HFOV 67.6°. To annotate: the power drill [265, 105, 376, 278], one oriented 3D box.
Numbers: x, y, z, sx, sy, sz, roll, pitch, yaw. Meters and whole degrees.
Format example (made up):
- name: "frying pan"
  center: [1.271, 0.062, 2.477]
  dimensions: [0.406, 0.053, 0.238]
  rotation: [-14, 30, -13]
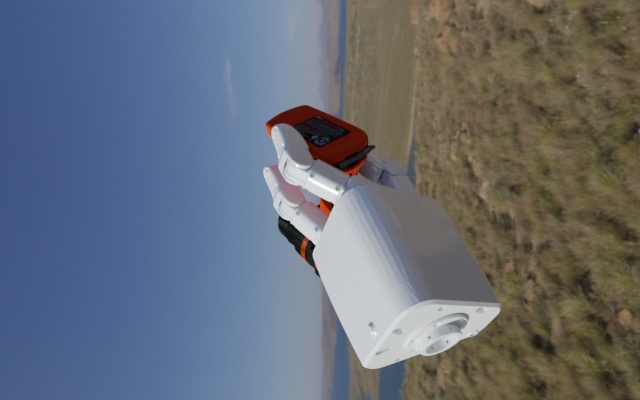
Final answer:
- name: "power drill"
  center: [0.000, 0.001, 0.490]
  dimensions: [0.057, 0.188, 0.184]
  rotation: [-32, 41, -24]
